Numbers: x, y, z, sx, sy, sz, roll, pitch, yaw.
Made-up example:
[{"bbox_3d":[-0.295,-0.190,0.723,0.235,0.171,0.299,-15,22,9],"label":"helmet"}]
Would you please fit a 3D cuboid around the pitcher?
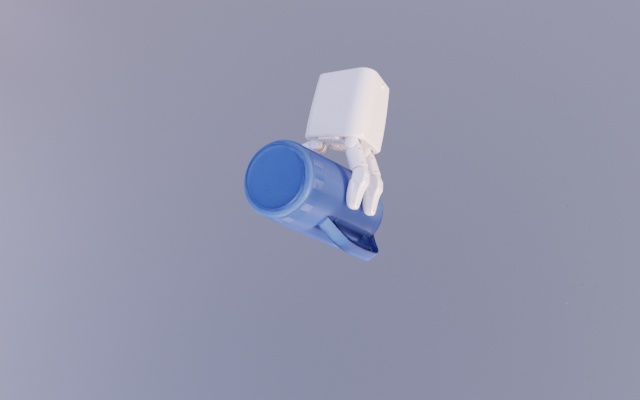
[{"bbox_3d":[0.000,0.002,0.720,0.149,0.145,0.243,7,-8,28],"label":"pitcher"}]
